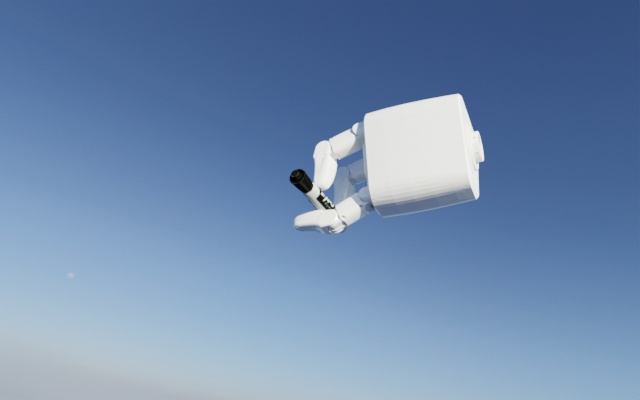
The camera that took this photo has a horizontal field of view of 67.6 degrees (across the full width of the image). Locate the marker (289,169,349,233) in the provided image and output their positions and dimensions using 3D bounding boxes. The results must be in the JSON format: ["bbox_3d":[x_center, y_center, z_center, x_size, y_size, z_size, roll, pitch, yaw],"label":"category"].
[{"bbox_3d":[0.000,0.002,0.538,0.020,0.020,0.121,0,-30,31],"label":"marker"}]
